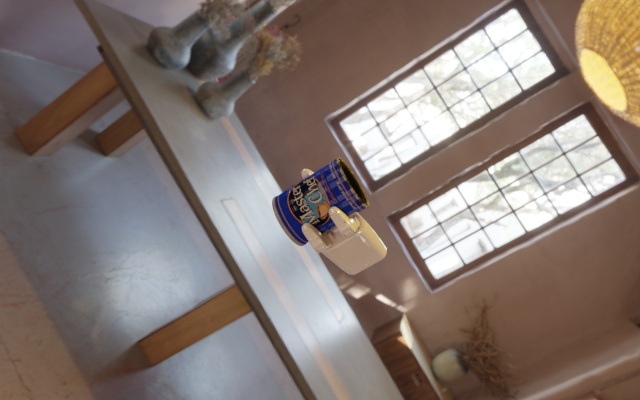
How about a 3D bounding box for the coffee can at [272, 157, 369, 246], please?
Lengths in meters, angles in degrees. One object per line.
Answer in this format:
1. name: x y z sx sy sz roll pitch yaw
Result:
1. coffee can: 0.000 0.003 0.844 0.140 0.103 0.103 -31 -8 14
